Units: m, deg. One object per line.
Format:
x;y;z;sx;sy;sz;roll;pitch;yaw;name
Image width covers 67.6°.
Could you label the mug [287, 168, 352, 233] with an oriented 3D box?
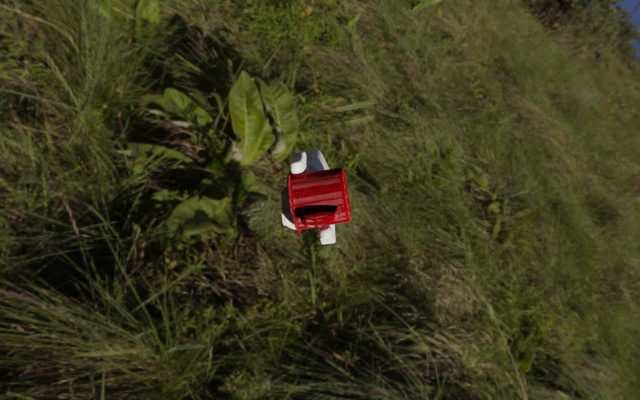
0.000;0.003;0.697;0.081;0.093;0.117;-9;26;6;mug
